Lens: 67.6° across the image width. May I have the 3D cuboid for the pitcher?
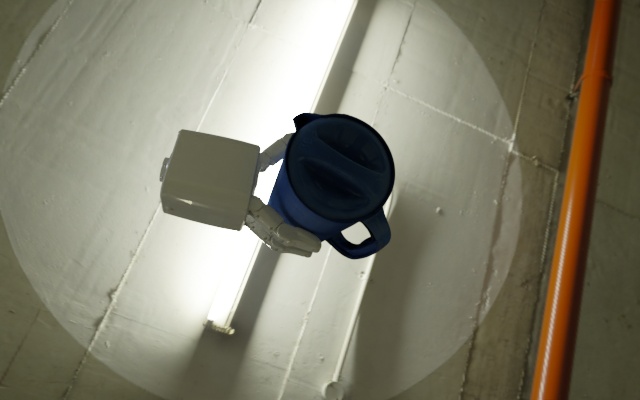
[{"bbox_3d":[0.000,0.002,0.647,0.145,0.149,0.243,12,-19,-12],"label":"pitcher"}]
